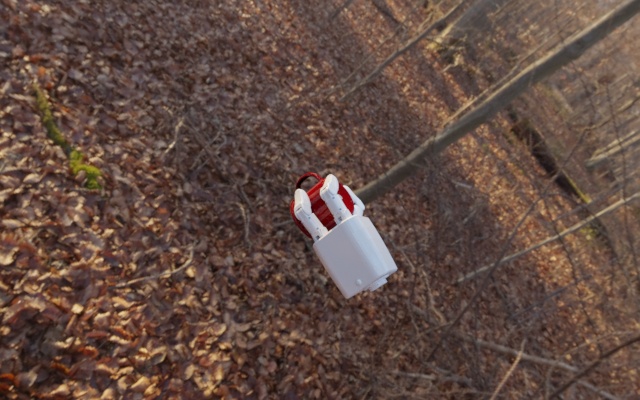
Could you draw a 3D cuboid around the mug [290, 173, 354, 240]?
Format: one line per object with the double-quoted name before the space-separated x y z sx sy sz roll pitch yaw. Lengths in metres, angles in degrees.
"mug" 0.000 0.001 0.860 0.081 0.117 0.093 -39 -15 28
